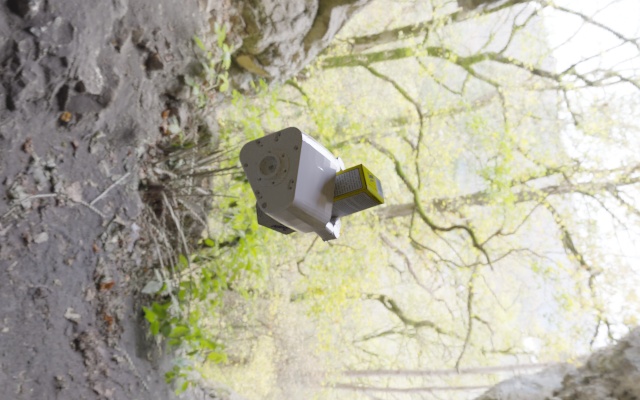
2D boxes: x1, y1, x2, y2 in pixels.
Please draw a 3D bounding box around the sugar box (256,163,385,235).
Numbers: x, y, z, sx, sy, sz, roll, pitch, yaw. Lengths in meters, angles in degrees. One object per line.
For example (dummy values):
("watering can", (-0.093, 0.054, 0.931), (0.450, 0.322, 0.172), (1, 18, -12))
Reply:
("sugar box", (0.000, 0.002, 0.720), (0.176, 0.048, 0.093), (-16, -20, 20))
